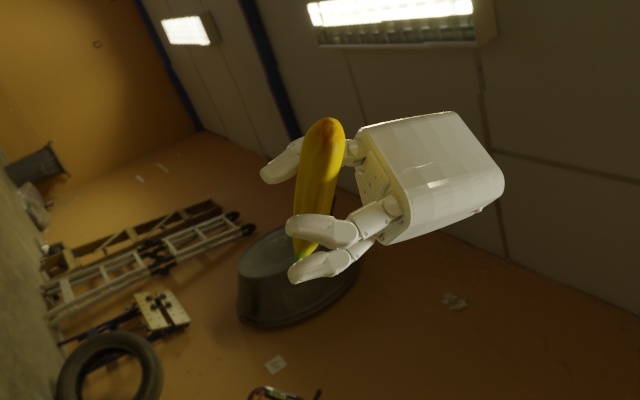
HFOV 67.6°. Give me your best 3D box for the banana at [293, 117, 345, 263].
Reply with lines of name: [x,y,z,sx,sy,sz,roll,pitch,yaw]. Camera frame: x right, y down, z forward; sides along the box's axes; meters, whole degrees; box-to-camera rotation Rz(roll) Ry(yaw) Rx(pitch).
banana: [-0.002,-0.010,0.435,0.037,0.069,0.198,0,-42,-9]
